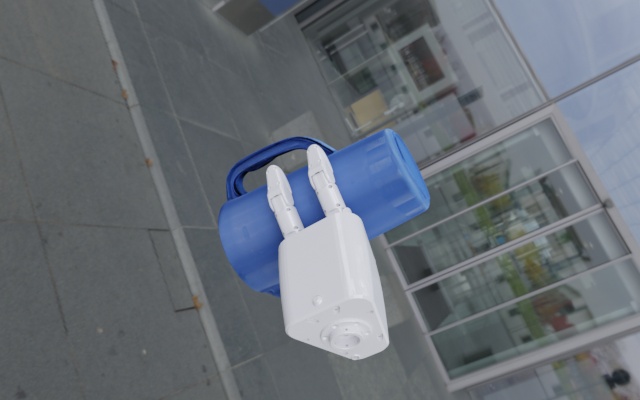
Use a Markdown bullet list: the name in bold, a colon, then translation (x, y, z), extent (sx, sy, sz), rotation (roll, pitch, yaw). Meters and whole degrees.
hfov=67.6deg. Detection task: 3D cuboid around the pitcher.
- **pitcher**: translation (0.000, 0.002, 0.595), extent (0.243, 0.145, 0.149), rotation (-27, -50, 18)
